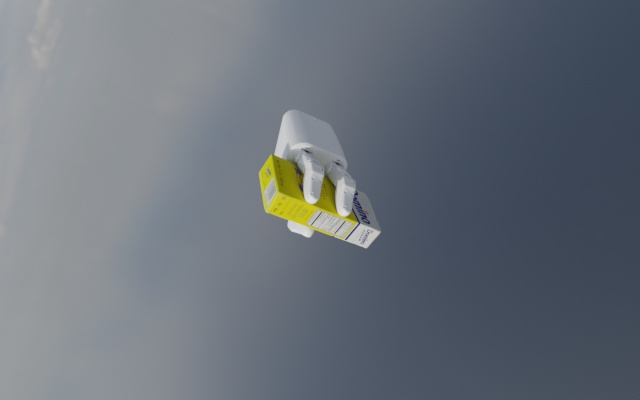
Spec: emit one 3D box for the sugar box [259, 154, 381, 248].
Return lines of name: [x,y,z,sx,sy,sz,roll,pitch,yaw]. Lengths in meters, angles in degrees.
sugar box: [0.000,0.002,0.698,0.176,0.048,0.093,19,33,-27]
